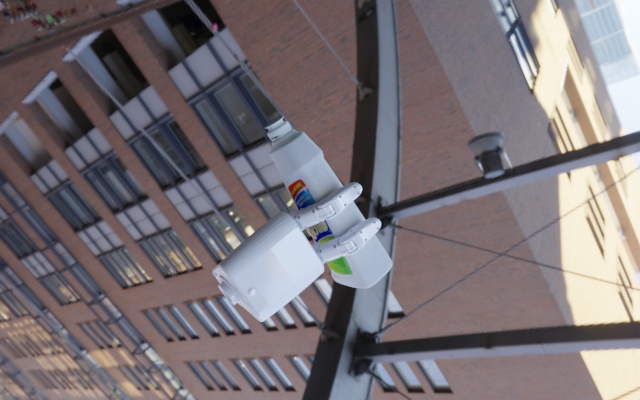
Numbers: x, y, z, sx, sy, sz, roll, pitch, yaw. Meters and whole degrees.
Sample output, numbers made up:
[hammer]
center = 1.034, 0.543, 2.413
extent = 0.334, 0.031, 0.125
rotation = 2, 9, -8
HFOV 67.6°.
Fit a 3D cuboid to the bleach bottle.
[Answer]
[bleach bottle]
center = 0.000, 0.002, 0.649
extent = 0.068, 0.251, 0.102
rotation = -39, 19, -23
